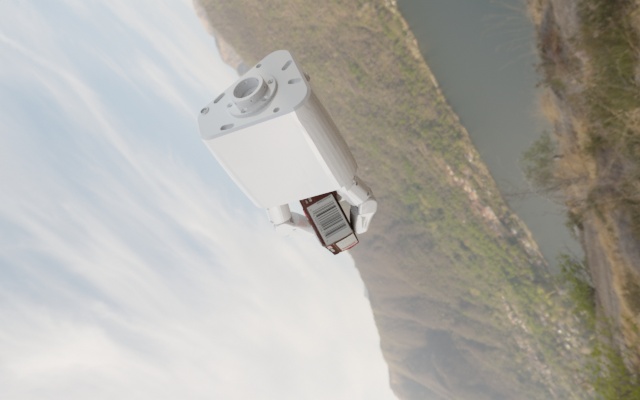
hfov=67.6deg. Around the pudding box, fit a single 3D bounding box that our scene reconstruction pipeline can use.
[{"bbox_3d":[0.000,0.002,0.537,0.039,0.113,0.090,-27,-14,3],"label":"pudding box"}]
